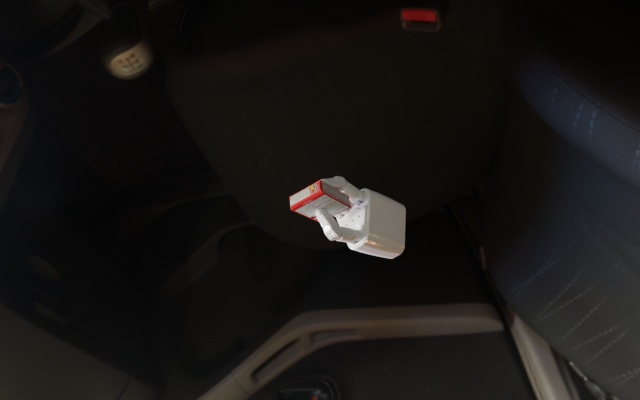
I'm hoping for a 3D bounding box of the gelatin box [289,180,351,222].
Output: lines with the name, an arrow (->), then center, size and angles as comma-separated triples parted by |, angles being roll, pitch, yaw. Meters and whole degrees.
gelatin box -> 0.000, 0.003, 0.857 | 0.073, 0.030, 0.089 | -27, -33, 29
